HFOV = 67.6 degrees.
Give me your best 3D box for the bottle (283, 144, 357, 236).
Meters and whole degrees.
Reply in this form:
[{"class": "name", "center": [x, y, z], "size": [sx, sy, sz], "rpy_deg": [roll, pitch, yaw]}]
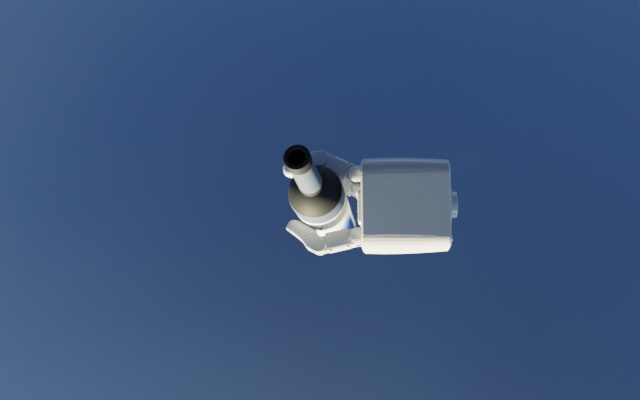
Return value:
[{"class": "bottle", "center": [0.000, 0.002, 0.604], "size": [0.069, 0.069, 0.296], "rpy_deg": [0, -18, 10]}]
